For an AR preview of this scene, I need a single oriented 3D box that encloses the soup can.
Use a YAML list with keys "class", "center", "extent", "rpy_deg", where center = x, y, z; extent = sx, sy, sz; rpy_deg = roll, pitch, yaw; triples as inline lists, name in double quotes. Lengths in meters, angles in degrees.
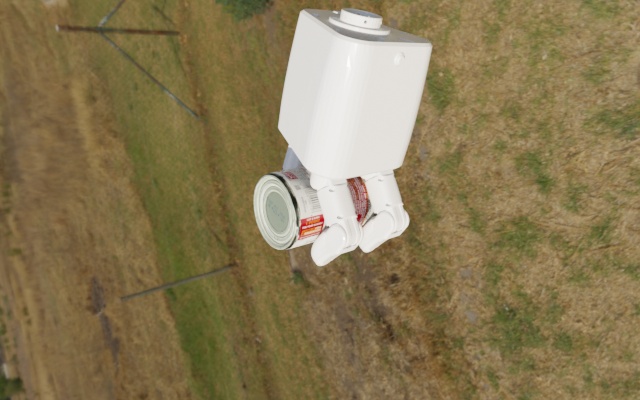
- class: "soup can"
  center: [0.000, 0.002, 0.431]
  extent: [0.102, 0.068, 0.068]
  rpy_deg: [-13, 8, -37]
